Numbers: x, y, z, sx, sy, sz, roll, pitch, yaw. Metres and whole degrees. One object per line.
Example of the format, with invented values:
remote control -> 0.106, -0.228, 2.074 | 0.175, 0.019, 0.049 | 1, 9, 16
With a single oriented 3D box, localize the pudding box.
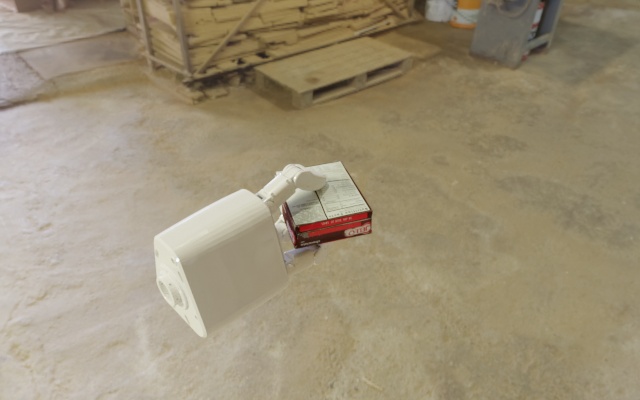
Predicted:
pudding box -> 0.000, 0.002, 0.557 | 0.090, 0.039, 0.113 | -10, 39, -13
